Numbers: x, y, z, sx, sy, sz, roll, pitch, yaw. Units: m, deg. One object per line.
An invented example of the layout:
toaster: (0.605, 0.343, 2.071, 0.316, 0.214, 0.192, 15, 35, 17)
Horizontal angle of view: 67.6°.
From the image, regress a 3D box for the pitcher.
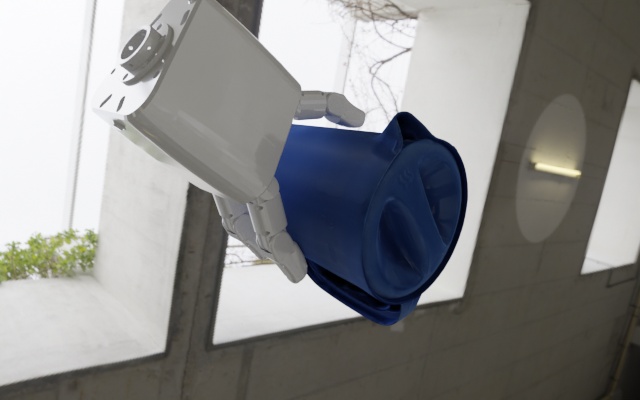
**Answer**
pitcher: (0.000, 0.001, 0.449, 0.243, 0.149, 0.145, 19, -13, 45)
